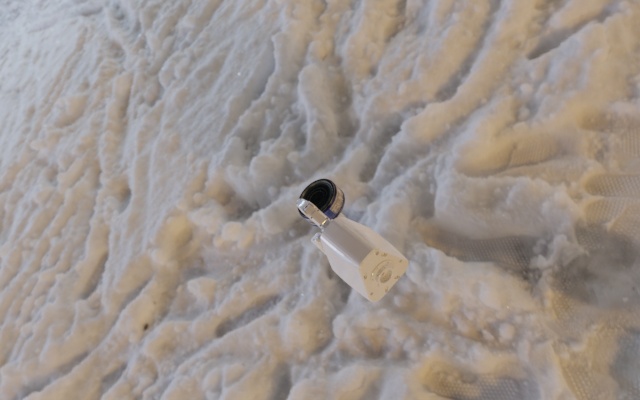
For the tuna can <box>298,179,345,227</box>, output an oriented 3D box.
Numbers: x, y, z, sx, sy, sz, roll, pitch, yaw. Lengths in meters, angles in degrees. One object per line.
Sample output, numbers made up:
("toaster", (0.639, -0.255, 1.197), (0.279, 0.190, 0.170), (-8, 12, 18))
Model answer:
("tuna can", (0.000, 0.003, 0.875), (0.086, 0.086, 0.034), (0, -31, 41))
